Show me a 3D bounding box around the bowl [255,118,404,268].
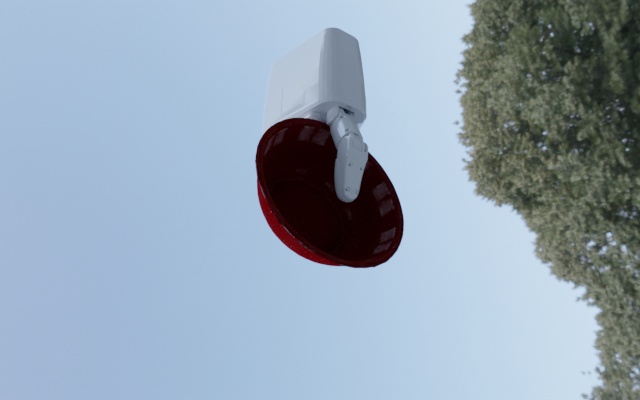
[{"bbox_3d":[0.000,0.003,0.450,0.162,0.162,0.055,0,-32,-40],"label":"bowl"}]
